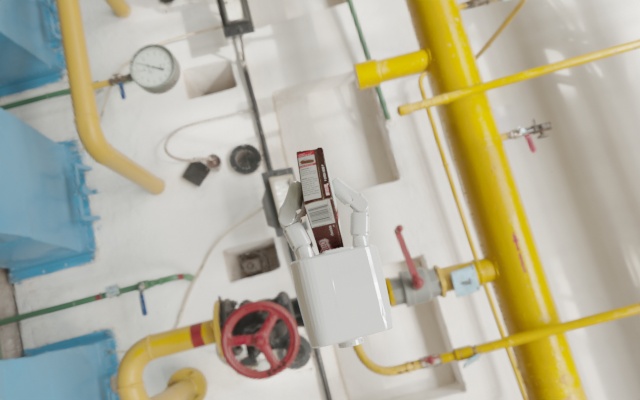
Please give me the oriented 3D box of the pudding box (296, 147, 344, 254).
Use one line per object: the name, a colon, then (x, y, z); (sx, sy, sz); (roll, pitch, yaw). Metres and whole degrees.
pudding box: (0.000, 0.002, 0.619); (0.039, 0.090, 0.114); (-11, -39, 0)
